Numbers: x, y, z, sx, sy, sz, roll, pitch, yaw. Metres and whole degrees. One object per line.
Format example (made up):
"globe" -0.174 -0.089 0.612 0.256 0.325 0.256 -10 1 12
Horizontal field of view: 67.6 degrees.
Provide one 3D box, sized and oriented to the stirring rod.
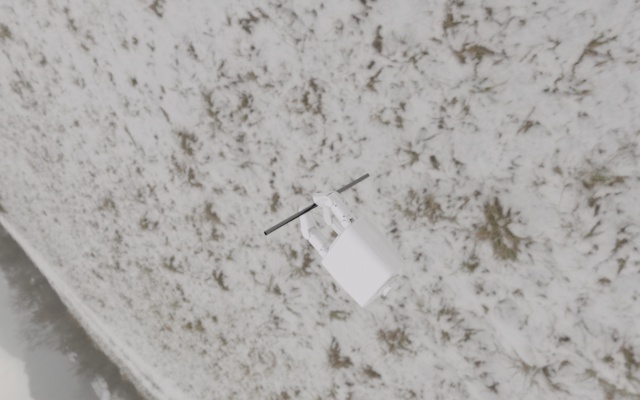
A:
"stirring rod" 0.000 0.003 0.832 0.239 0.011 0.011 -30 16 -32
